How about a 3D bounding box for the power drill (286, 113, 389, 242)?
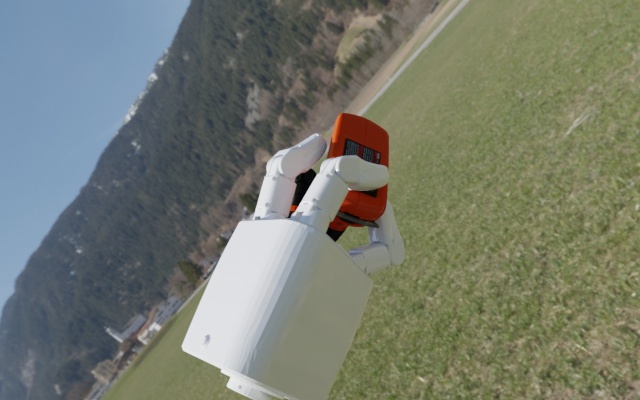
[{"bbox_3d":[0.000,0.002,0.479,0.057,0.184,0.188,18,-38,-15],"label":"power drill"}]
